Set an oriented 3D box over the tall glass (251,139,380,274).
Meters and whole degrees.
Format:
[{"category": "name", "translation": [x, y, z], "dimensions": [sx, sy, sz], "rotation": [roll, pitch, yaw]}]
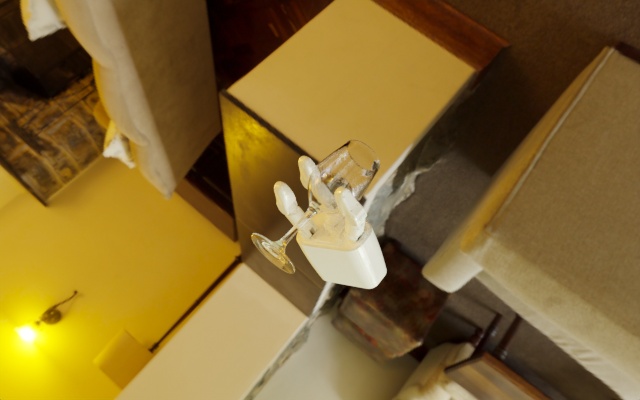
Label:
[{"category": "tall glass", "translation": [0.000, 0.003, 0.656], "dimensions": [0.201, 0.079, 0.079], "rotation": [-48, 22, -22]}]
